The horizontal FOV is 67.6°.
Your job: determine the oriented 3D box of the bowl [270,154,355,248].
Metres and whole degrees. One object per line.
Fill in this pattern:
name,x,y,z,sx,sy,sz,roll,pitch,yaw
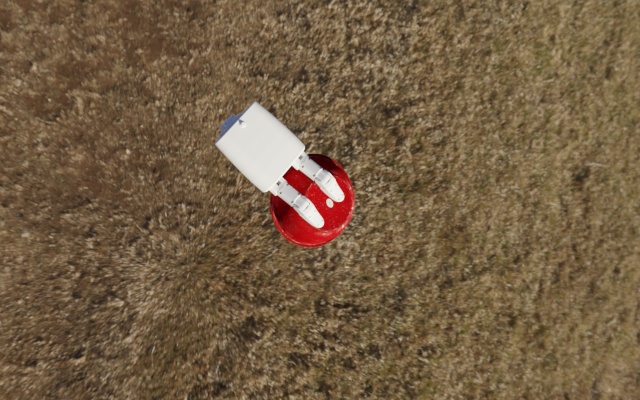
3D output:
bowl,0.001,0.003,0.794,0.162,0.162,0.055,0,5,-29
